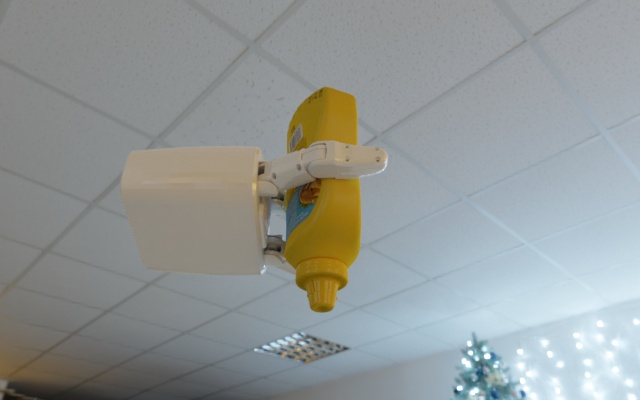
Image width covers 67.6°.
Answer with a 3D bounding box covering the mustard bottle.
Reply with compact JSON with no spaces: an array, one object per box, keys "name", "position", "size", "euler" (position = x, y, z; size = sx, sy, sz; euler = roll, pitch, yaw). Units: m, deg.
[{"name":"mustard bottle","position":[0.000,0.001,0.408],"size":[0.058,0.191,0.096],"euler":[15,-37,-20]}]
